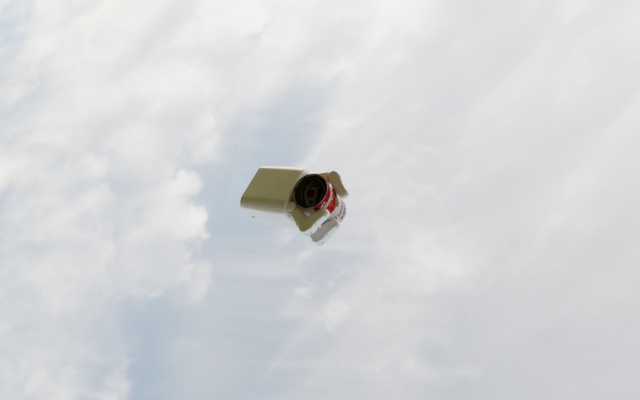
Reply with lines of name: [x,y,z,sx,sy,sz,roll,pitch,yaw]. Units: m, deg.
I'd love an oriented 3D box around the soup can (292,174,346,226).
soup can: [0.001,0.003,0.885,0.068,0.068,0.102,0,-24,25]
